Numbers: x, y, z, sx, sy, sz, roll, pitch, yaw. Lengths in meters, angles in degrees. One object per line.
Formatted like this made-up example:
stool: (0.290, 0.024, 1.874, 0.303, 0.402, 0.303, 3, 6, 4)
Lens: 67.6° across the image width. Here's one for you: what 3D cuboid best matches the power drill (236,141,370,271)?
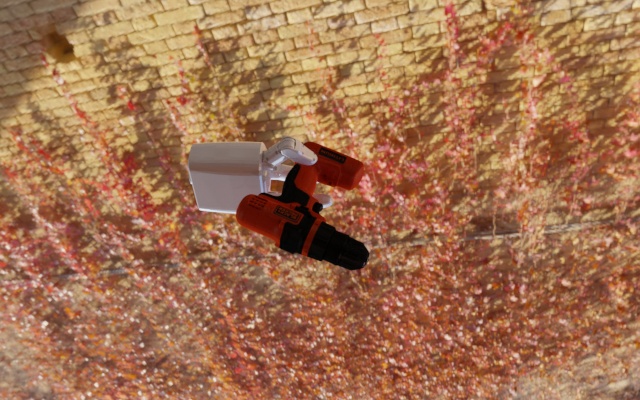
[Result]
power drill: (0.000, 0.002, 0.671, 0.184, 0.057, 0.187, 24, 42, 6)
